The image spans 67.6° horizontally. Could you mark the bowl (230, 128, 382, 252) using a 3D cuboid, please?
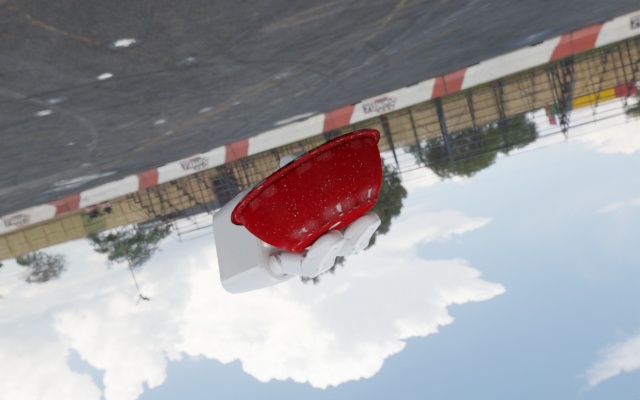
[{"bbox_3d":[0.001,0.001,0.444,0.162,0.055,0.162,-30,-10,-6],"label":"bowl"}]
